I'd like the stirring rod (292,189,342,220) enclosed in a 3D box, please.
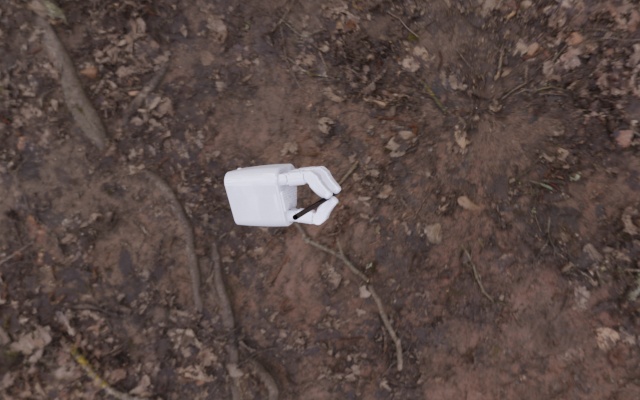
[{"bbox_3d":[0.000,0.003,0.797,0.011,0.011,0.239,0,10,18],"label":"stirring rod"}]
